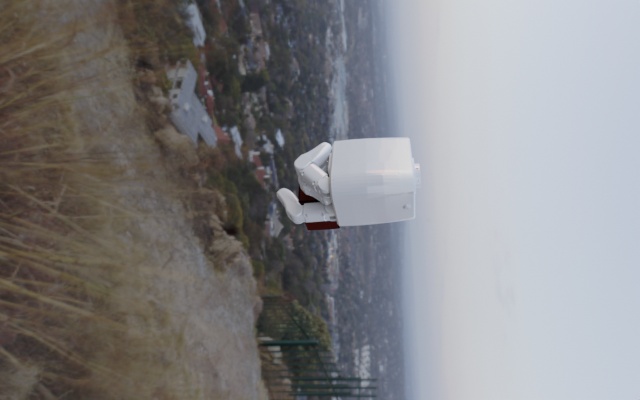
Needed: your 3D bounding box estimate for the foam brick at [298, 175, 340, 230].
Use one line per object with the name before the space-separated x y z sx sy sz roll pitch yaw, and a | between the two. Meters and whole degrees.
foam brick | 0.000 0.002 0.705 0.051 0.053 0.078 -4 -35 9
